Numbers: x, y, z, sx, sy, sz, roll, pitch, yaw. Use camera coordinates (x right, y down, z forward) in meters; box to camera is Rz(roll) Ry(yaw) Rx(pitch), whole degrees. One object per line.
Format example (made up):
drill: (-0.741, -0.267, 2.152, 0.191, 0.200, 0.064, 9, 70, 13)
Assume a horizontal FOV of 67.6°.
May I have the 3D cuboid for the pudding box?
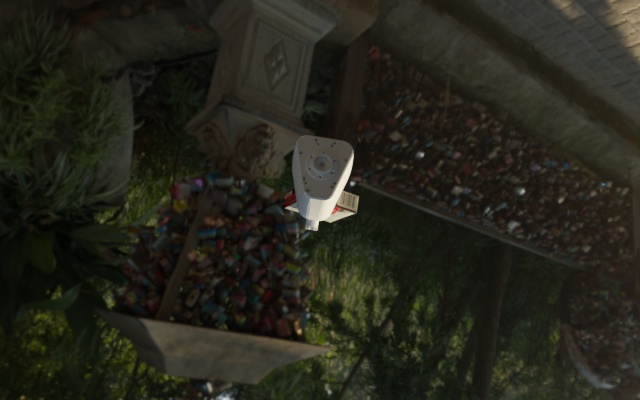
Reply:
pudding box: (0.000, 0.003, 0.892, 0.113, 0.039, 0.090, 20, -23, -27)
